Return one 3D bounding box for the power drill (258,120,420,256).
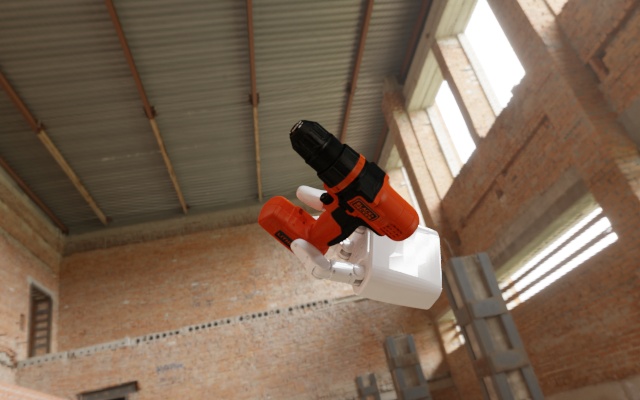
[{"bbox_3d":[0.000,0.002,0.586,0.184,0.057,0.188,42,-38,-14],"label":"power drill"}]
